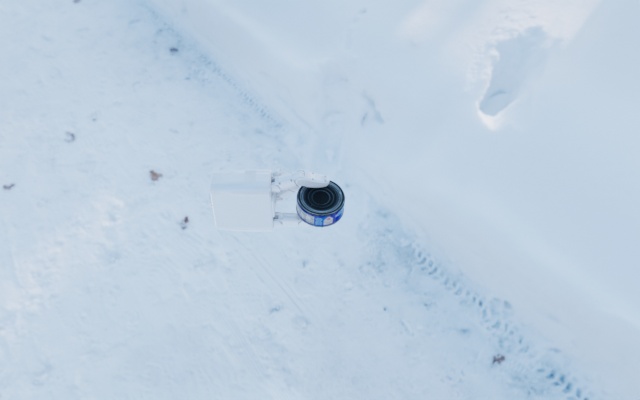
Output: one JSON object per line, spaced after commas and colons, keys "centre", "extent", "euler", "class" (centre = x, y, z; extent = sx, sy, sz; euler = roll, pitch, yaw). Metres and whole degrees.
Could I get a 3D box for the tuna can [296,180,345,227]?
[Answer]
{"centre": [0.000, 0.002, 0.835], "extent": [0.086, 0.086, 0.034], "euler": [0, -39, -4], "class": "tuna can"}
